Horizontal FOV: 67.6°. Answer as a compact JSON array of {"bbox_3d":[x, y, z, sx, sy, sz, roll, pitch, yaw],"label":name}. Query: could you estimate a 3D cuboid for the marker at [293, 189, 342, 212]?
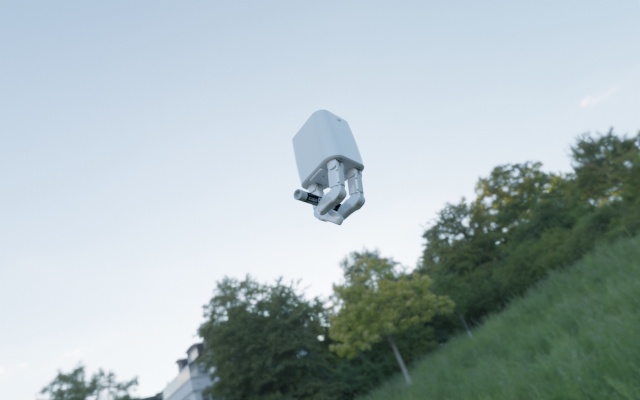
[{"bbox_3d":[0.000,0.003,0.820,0.020,0.020,0.121,0,-12,40],"label":"marker"}]
